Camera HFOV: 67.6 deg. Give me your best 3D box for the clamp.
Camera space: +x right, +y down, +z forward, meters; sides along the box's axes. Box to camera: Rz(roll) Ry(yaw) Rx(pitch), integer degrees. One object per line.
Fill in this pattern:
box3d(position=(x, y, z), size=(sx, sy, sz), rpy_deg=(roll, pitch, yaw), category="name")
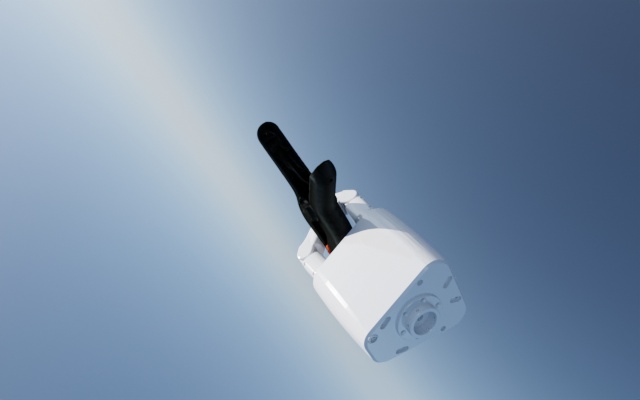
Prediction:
box3d(position=(0.000, 0.002, 0.493), size=(0.039, 0.172, 0.120), rpy_deg=(-36, 35, -7), category="clamp")
